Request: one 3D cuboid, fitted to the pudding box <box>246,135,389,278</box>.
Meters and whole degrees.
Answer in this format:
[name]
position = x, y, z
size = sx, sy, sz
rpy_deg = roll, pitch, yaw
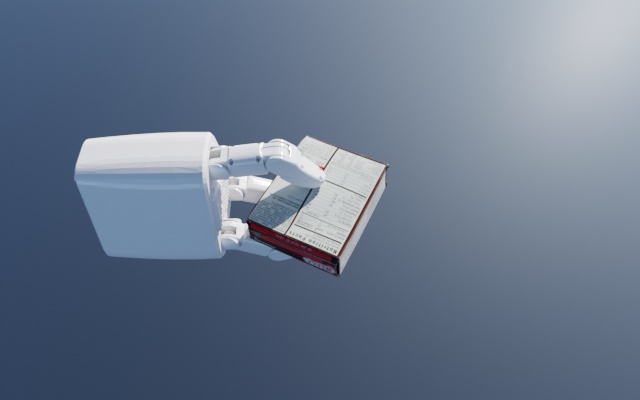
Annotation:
[pudding box]
position = 0.000, 0.001, 0.432
size = 0.090, 0.113, 0.039
rpy_deg = 22, -30, 15
